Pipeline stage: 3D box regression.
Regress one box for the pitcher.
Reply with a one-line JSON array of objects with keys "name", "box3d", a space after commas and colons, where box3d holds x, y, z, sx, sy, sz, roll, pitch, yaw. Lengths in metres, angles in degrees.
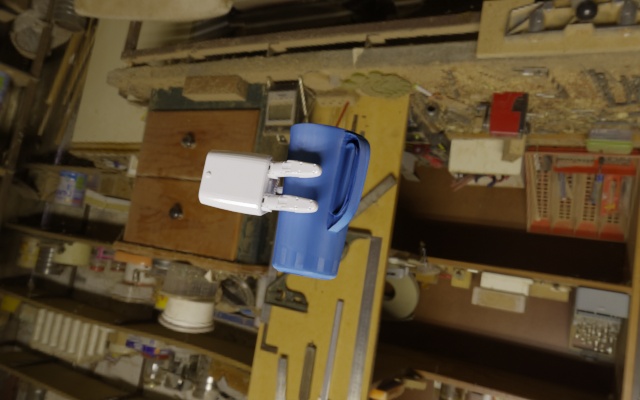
[{"name": "pitcher", "box3d": [0.000, 0.003, 0.781, 0.145, 0.243, 0.149, 9, -6, 10]}]
